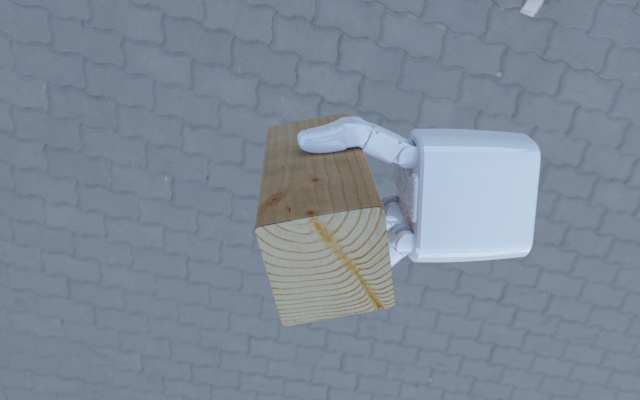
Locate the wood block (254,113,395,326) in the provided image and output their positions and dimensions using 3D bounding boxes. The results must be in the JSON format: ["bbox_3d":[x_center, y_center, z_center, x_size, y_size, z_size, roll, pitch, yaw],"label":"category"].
[{"bbox_3d":[0.000,0.001,0.427,0.090,0.091,0.206,-10,28,1],"label":"wood block"}]
